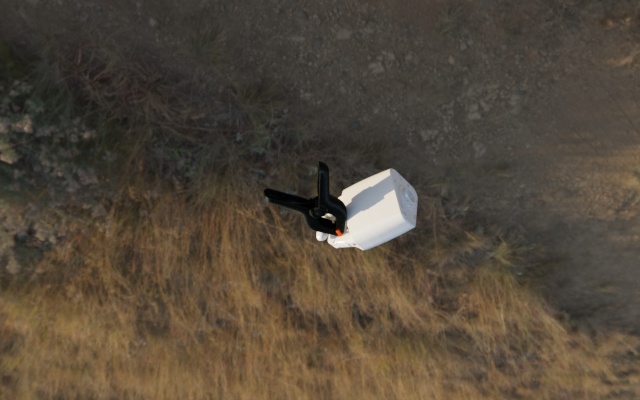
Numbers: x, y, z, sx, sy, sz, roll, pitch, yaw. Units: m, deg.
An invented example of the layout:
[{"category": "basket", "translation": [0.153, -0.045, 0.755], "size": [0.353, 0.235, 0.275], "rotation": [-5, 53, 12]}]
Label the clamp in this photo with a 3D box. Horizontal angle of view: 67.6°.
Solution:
[{"category": "clamp", "translation": [0.000, 0.003, 0.817], "size": [0.120, 0.039, 0.171], "rotation": [-28, -45, 29]}]
